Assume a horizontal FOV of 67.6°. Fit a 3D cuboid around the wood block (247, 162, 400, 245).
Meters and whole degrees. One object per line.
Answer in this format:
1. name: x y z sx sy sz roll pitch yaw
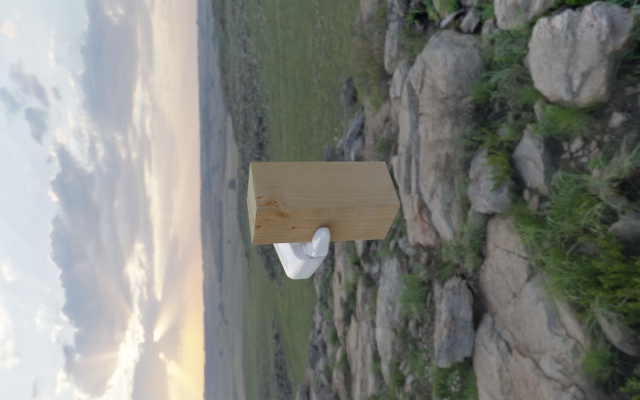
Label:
1. wood block: 0.000 0.003 0.712 0.206 0.090 0.090 -2 -38 -14
